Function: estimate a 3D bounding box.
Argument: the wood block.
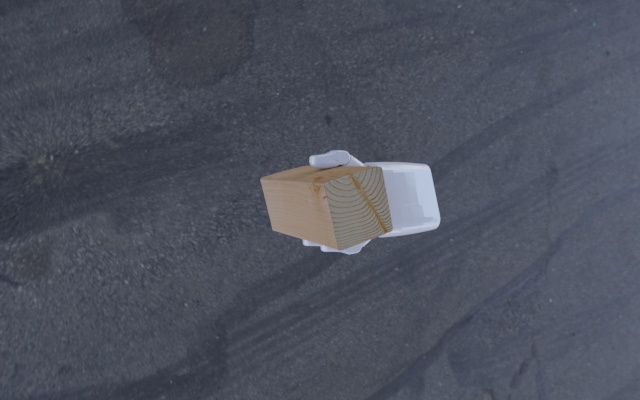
[{"bbox_3d":[0.000,0.002,0.688,0.090,0.091,0.206,-17,12,-27],"label":"wood block"}]
